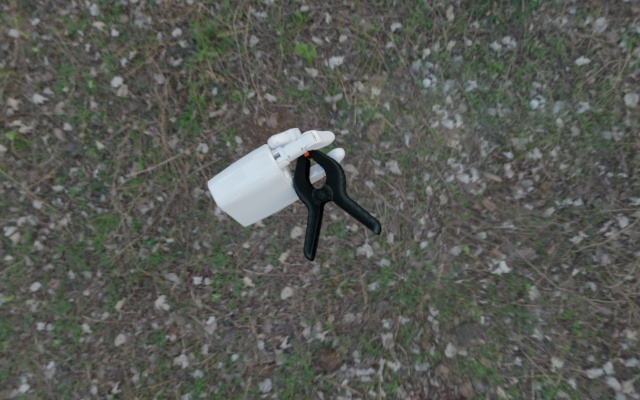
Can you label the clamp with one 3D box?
[{"bbox_3d":[0.000,0.002,0.705,0.120,0.171,0.039,-30,-13,5],"label":"clamp"}]
